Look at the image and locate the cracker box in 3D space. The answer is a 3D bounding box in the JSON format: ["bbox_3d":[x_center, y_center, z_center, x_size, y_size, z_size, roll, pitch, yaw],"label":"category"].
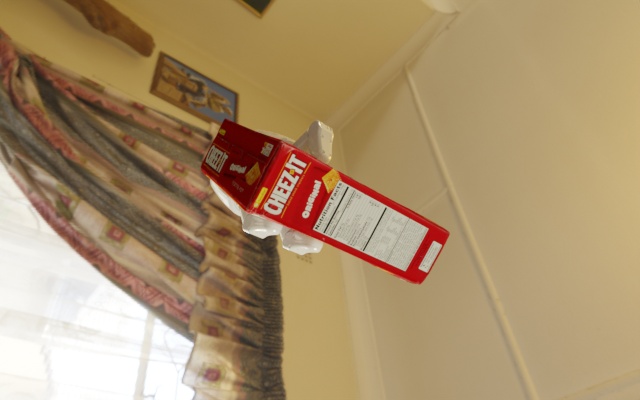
[{"bbox_3d":[0.000,0.002,0.496,0.214,0.072,0.164,26,2,-31],"label":"cracker box"}]
